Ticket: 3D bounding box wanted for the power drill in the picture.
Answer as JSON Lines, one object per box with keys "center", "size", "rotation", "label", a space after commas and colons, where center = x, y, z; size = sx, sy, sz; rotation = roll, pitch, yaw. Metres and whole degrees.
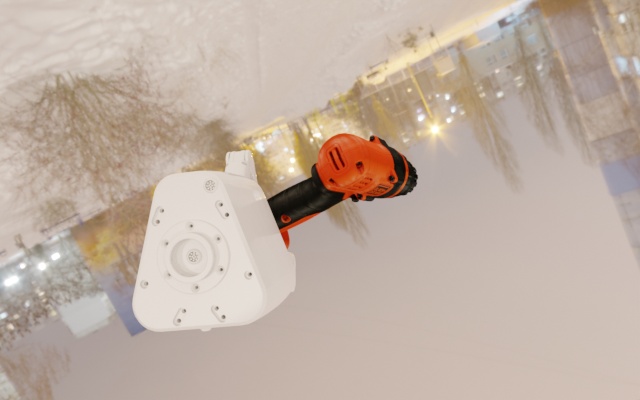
{"center": [0.000, 0.002, 0.486], "size": [0.188, 0.057, 0.184], "rotation": [-31, -18, 22], "label": "power drill"}
